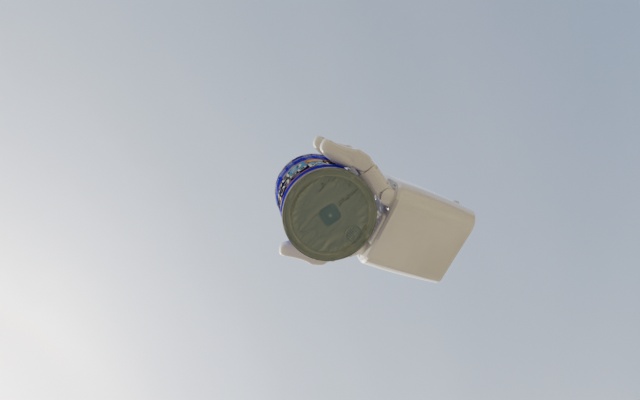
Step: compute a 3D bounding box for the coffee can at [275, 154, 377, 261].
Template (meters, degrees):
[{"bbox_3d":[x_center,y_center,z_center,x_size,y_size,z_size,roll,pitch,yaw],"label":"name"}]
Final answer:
[{"bbox_3d":[0.000,0.002,0.572,0.103,0.103,0.140,0,12,-9],"label":"coffee can"}]
